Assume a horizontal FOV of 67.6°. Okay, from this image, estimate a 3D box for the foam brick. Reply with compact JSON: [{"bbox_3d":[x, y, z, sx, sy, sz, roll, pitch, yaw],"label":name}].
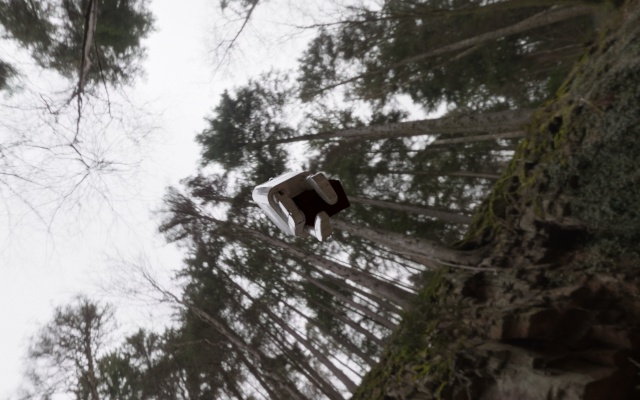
[{"bbox_3d":[0.000,0.003,0.820,0.078,0.053,0.051,-28,14,-21],"label":"foam brick"}]
